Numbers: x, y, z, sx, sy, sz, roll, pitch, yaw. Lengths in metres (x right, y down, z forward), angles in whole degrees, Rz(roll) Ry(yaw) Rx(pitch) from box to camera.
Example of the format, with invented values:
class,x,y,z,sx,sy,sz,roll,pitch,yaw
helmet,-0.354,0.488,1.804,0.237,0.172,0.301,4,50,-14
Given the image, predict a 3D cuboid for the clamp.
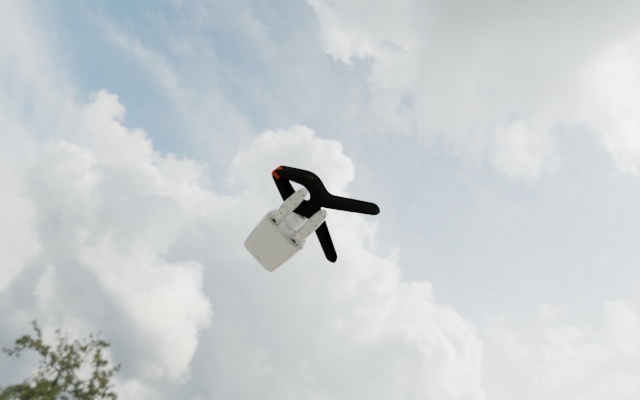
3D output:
class,x,y,z,sx,sy,sz,roll,pitch,yaw
clamp,0.000,0.002,0.894,0.165,0.210,0.036,-44,0,35
